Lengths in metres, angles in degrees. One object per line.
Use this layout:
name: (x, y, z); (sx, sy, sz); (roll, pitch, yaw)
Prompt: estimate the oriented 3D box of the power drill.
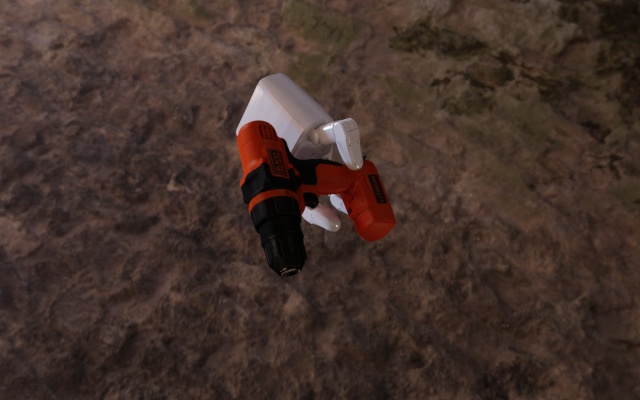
power drill: (0.000, 0.002, 0.545); (0.188, 0.184, 0.057); (10, -37, -41)
